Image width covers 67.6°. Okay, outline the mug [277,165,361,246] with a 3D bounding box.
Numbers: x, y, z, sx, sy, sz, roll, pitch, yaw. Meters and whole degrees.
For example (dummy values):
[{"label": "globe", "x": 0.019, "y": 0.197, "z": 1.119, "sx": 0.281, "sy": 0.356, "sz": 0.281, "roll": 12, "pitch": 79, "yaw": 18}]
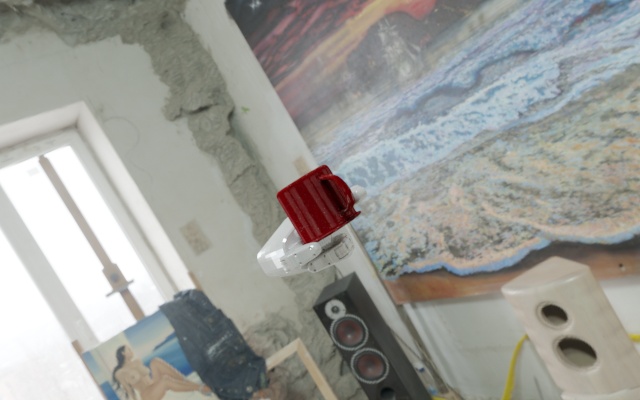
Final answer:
[{"label": "mug", "x": 0.001, "y": 0.002, "z": 0.629, "sx": 0.093, "sy": 0.081, "sz": 0.117, "roll": -32, "pitch": 2, "yaw": -35}]
